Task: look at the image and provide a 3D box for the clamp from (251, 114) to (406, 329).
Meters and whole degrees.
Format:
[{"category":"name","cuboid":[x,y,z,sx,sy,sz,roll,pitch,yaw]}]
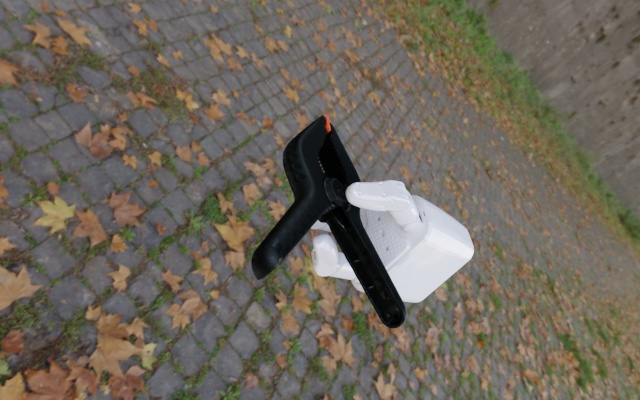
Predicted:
[{"category":"clamp","cuboid":[0.001,0.001,0.421,0.036,0.209,0.164,-32,-37,31]}]
